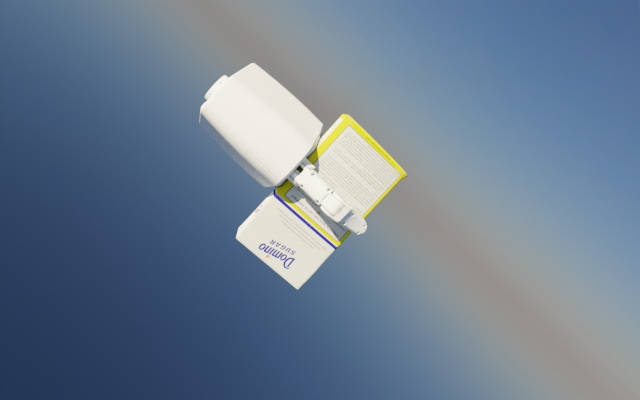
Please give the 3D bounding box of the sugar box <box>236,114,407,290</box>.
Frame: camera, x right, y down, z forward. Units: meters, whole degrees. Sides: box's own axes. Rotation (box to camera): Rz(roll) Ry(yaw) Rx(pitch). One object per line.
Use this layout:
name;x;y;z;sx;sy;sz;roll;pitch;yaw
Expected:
sugar box;0.000;0.001;0.524;0.093;0.176;0.048;43;8;-12
